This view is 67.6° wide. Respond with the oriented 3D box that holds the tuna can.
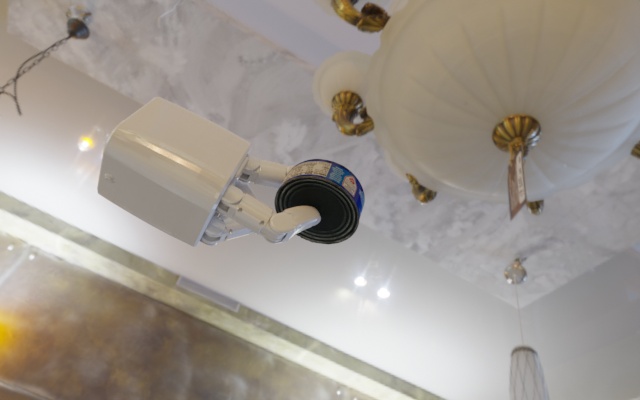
[{"bbox_3d":[0.000,0.001,0.475,0.086,0.086,0.033,0,39,21],"label":"tuna can"}]
